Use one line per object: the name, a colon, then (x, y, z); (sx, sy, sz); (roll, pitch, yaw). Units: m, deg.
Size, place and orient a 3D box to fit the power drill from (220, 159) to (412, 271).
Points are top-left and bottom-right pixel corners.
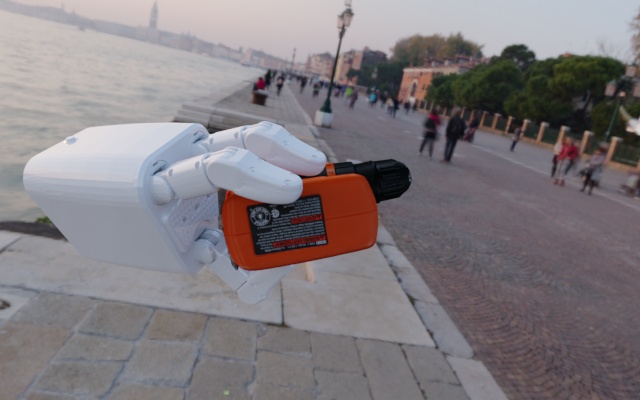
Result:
power drill: (0.000, 0.001, 0.406); (0.184, 0.057, 0.187); (-12, 6, 1)
